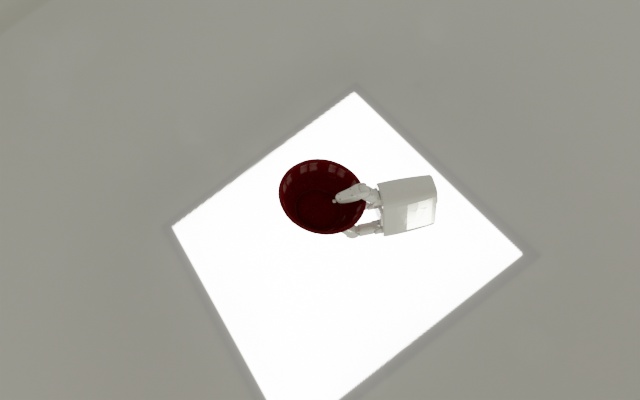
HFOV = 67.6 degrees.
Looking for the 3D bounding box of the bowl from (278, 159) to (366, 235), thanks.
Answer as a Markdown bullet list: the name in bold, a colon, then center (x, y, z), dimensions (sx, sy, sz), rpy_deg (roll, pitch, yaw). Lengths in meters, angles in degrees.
- **bowl**: center (-0.001, 0.003, 0.883), dimensions (0.162, 0.162, 0.055), rpy_deg (0, -31, -11)
